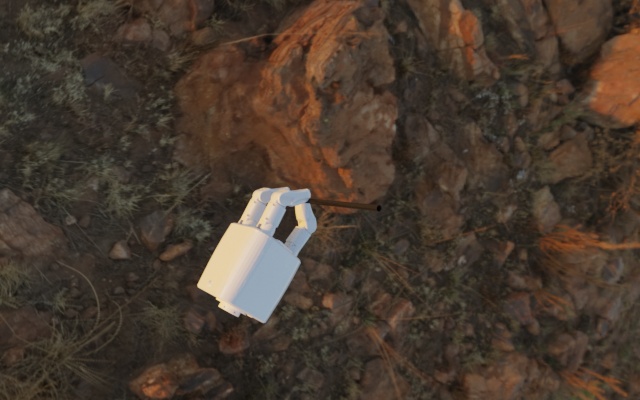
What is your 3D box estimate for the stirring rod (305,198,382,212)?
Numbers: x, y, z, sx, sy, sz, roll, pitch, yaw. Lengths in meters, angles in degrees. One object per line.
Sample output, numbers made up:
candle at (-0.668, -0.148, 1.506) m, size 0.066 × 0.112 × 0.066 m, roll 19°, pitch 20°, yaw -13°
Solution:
stirring rod at (0.000, 0.002, 0.678) m, size 0.011 × 0.011 × 0.239 m, roll 0°, pitch 3°, yaw -36°
